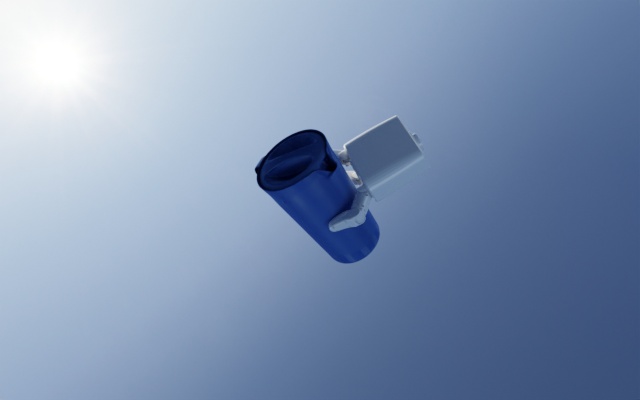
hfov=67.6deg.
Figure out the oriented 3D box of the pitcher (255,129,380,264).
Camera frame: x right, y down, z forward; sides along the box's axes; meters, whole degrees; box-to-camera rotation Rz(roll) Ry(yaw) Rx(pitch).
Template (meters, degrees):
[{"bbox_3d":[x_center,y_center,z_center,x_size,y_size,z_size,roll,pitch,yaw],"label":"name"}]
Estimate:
[{"bbox_3d":[0.000,0.003,0.839,0.145,0.243,0.149,-31,39,8],"label":"pitcher"}]
